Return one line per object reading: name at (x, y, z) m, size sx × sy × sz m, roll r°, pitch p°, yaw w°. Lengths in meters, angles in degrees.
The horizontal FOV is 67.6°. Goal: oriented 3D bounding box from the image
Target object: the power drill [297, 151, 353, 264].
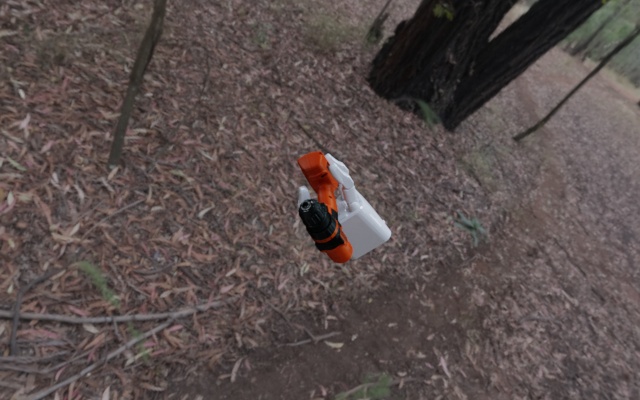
power drill at (0.000, 0.003, 0.873) m, size 0.057 × 0.187 × 0.184 m, roll -17°, pitch -38°, yaw 12°
